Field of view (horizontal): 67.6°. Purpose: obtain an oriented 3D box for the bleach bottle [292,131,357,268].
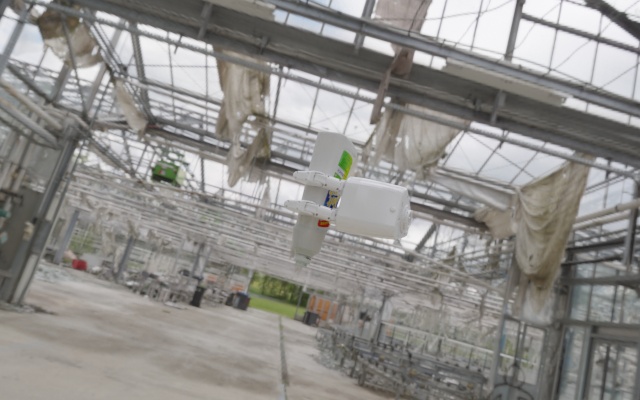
[{"bbox_3d":[0.000,0.003,0.894,0.068,0.250,0.102,11,-13,22],"label":"bleach bottle"}]
